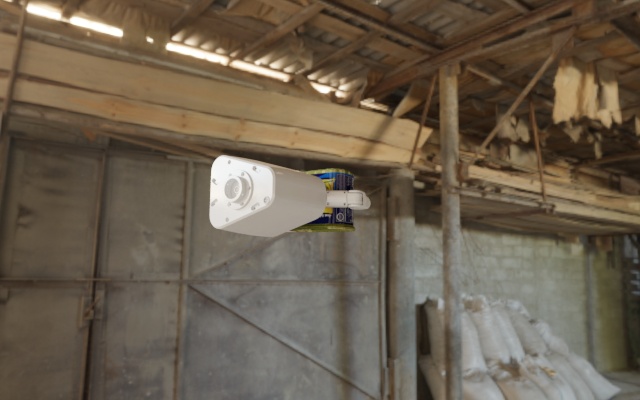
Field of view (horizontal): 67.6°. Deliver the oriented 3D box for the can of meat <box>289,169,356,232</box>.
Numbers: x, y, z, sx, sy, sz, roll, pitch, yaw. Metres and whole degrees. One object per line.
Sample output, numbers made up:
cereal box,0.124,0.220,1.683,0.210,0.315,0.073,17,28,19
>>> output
can of meat,0.000,0.002,0.689,0.102,0.084,0.057,-4,-9,36
